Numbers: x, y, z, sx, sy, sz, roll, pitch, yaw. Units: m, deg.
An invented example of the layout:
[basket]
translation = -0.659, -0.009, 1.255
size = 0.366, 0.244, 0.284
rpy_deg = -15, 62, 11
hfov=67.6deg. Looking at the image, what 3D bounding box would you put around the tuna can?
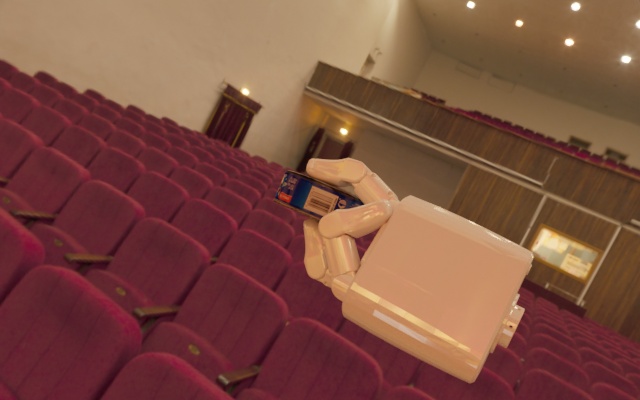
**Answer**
[tuna can]
translation = 0.000, 0.001, 0.459
size = 0.086, 0.034, 0.086
rpy_deg = 22, 0, 0
